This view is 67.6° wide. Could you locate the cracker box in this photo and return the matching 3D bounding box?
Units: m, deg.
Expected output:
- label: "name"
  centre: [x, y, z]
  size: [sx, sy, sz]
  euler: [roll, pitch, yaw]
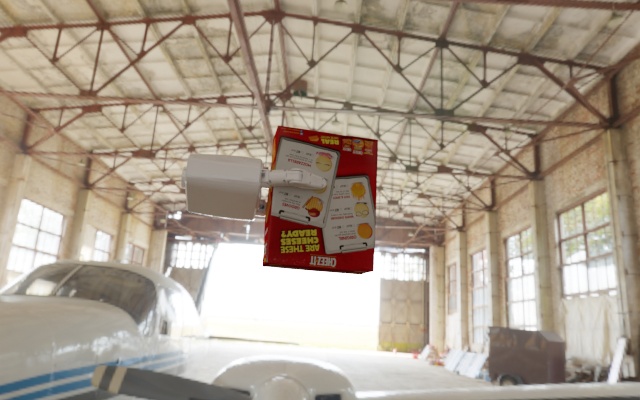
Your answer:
- label: "cracker box"
  centre: [0.000, 0.002, 0.746]
  size: [0.164, 0.213, 0.072]
  euler: [7, -15, -11]
